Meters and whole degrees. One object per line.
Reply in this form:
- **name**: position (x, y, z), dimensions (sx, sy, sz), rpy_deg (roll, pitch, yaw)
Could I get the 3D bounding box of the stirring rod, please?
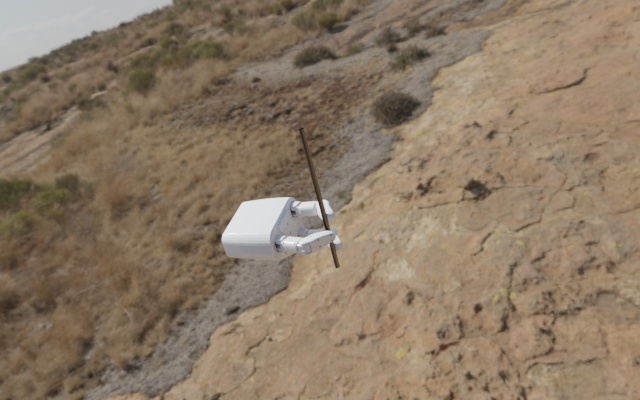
- **stirring rod**: position (0.000, 0.003, 0.748), dimensions (0.011, 0.240, 0.011), rpy_deg (-13, 22, 5)
